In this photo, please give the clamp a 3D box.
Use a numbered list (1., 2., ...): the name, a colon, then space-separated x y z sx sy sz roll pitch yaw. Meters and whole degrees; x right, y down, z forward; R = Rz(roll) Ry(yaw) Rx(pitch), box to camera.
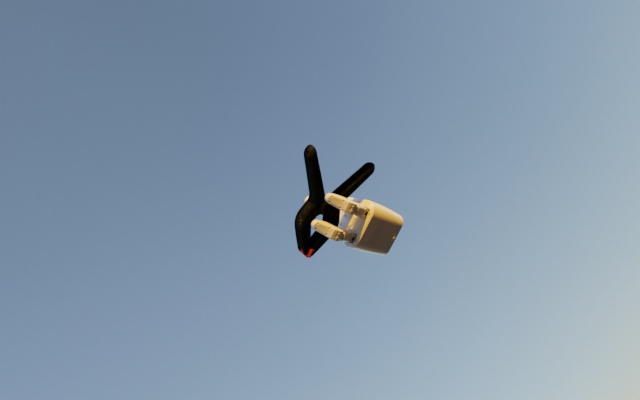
1. clamp: 0.000 0.003 0.869 0.164 0.210 0.036 20 10 -41
